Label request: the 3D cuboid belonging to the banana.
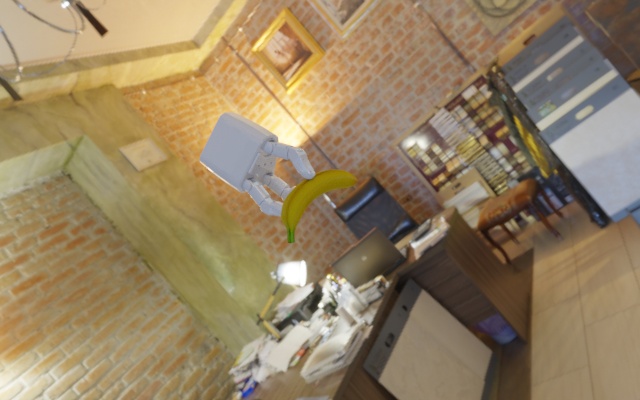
[{"bbox_3d":[-0.007,-0.011,0.819,0.037,0.070,0.197,10,39,42],"label":"banana"}]
